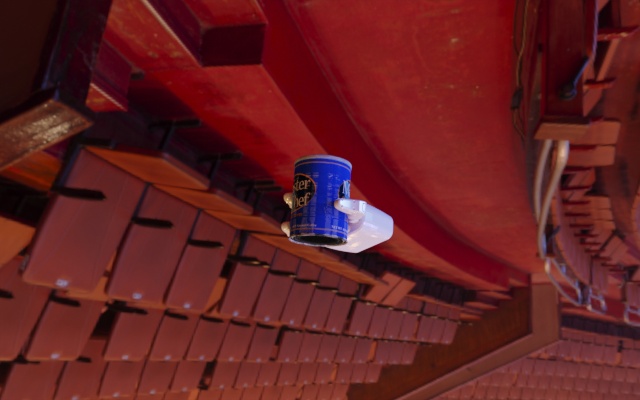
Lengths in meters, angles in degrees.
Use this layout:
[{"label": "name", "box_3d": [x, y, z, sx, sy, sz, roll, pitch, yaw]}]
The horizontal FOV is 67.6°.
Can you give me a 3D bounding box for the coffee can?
[{"label": "coffee can", "box_3d": [0.000, 0.003, 0.836, 0.103, 0.140, 0.103, 4, -15, 1]}]
